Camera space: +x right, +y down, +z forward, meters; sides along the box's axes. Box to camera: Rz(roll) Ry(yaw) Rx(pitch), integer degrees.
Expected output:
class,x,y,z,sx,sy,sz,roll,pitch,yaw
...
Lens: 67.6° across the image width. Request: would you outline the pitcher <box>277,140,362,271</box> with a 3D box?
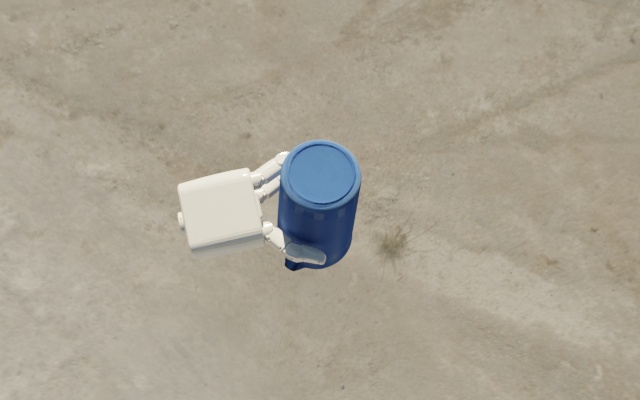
class,x,y,z,sx,sy,sz,roll,pitch,yaw
pitcher,0.000,0.002,0.732,0.145,0.149,0.243,-10,-22,-8
